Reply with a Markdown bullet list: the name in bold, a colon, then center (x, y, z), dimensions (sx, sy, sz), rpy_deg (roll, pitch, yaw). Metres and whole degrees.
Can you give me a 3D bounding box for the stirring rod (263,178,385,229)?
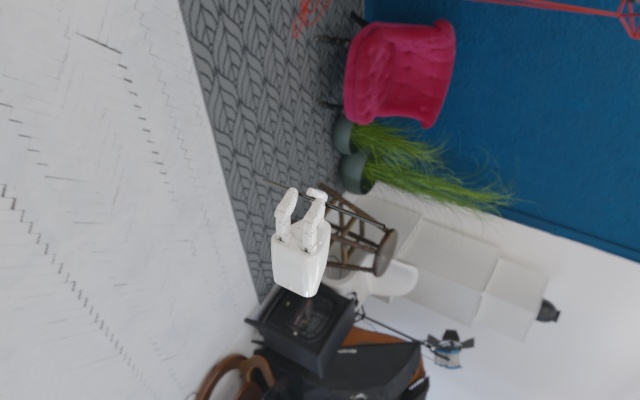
- **stirring rod**: center (0.000, 0.003, 0.821), dimensions (0.239, 0.011, 0.011), rpy_deg (21, 9, 23)
